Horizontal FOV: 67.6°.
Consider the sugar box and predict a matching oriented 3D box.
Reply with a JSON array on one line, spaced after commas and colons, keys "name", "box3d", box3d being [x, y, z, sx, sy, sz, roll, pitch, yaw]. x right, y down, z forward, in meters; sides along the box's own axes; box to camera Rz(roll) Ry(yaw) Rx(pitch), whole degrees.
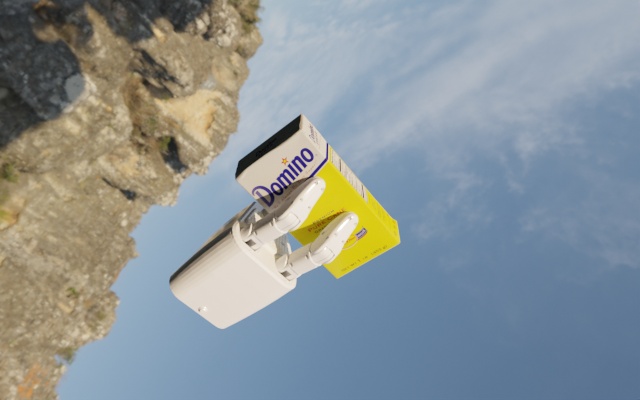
[{"name": "sugar box", "box3d": [0.000, 0.002, 0.522, 0.093, 0.176, 0.048, -34, 29, 21]}]
